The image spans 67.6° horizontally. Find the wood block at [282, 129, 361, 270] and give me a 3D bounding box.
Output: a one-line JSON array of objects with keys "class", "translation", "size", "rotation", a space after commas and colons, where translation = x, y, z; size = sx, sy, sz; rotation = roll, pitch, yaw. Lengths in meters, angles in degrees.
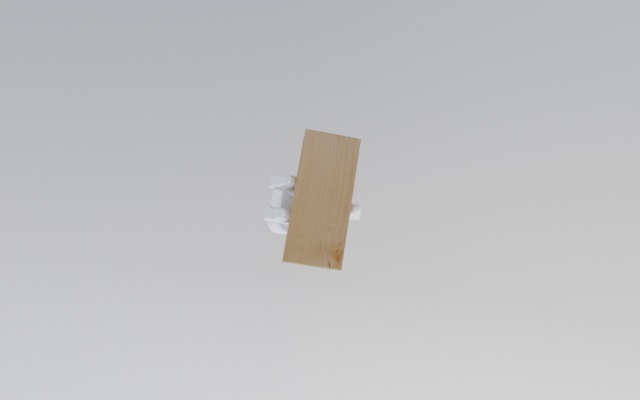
[{"class": "wood block", "translation": [0.000, 0.003, 0.765], "size": [0.091, 0.206, 0.090], "rotation": [10, -9, -5]}]
